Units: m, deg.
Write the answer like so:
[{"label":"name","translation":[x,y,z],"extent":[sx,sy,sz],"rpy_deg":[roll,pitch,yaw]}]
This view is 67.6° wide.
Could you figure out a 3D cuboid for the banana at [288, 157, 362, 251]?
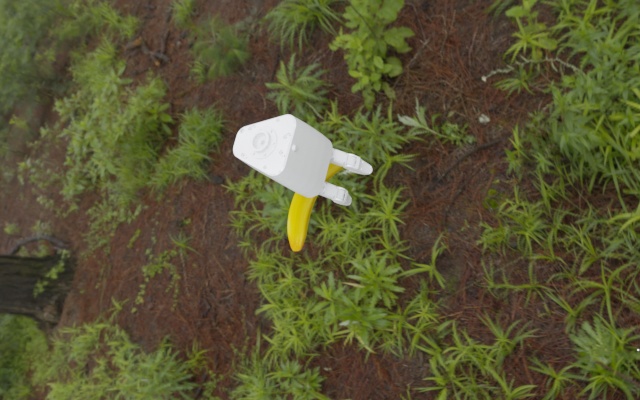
[{"label":"banana","translation":[-0.011,-0.009,0.820],"extent":[0.069,0.198,0.037],"rpy_deg":[35,3,31]}]
